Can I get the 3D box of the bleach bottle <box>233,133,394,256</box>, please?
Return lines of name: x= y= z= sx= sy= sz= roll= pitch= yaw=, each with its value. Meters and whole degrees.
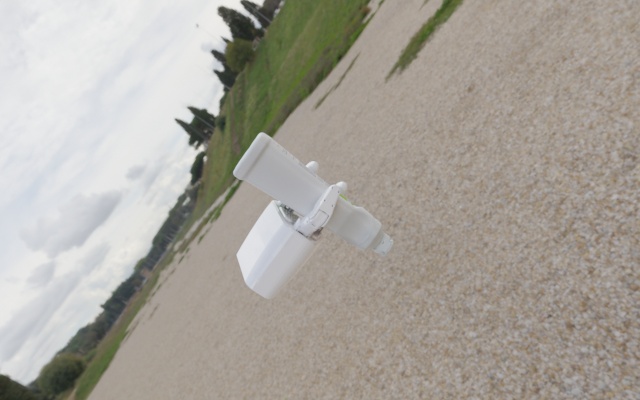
bleach bottle: x=0.000 y=0.002 z=0.681 sx=0.251 sy=0.068 sz=0.102 roll=35 pitch=8 yaw=-11
